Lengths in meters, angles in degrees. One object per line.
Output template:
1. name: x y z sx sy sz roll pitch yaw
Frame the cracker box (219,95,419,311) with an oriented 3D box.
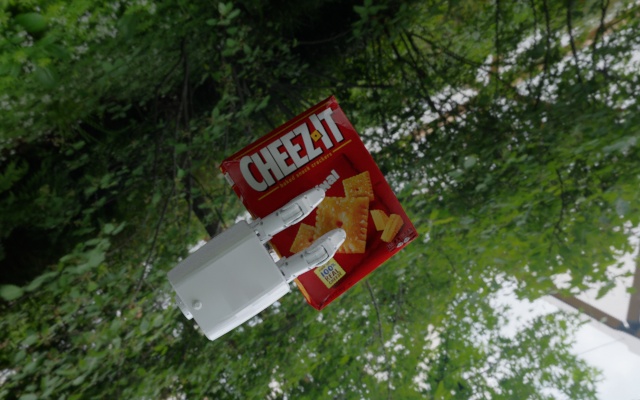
1. cracker box: 0.000 0.002 0.603 0.164 0.214 0.072 -34 7 -13
